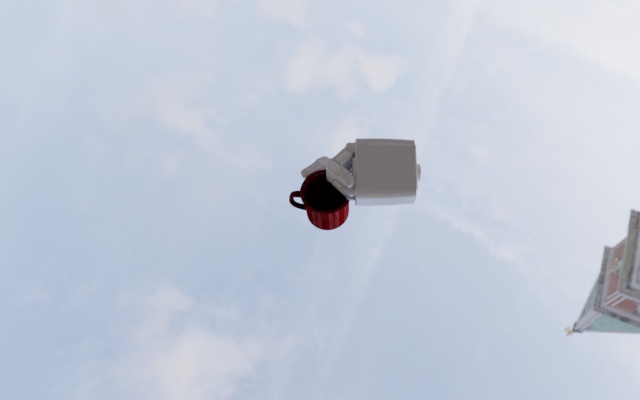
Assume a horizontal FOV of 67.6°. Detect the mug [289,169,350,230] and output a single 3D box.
[{"bbox_3d":[-0.001,0.003,0.882,0.117,0.093,0.081,1,-30,4],"label":"mug"}]
